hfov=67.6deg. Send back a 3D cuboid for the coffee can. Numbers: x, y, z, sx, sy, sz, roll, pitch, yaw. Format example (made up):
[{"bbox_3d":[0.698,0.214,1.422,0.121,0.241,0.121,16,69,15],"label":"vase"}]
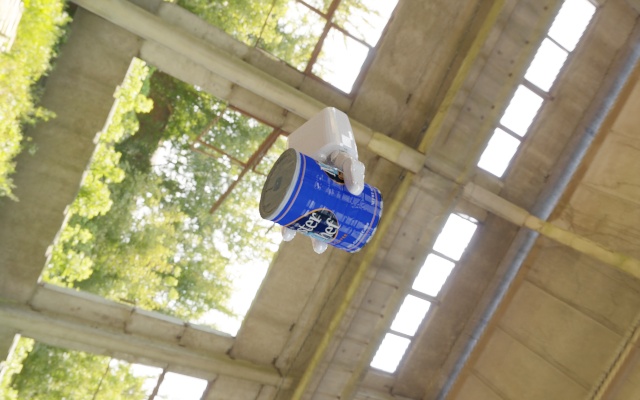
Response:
[{"bbox_3d":[0.000,0.002,0.660,0.140,0.103,0.103,23,-10,-24],"label":"coffee can"}]
